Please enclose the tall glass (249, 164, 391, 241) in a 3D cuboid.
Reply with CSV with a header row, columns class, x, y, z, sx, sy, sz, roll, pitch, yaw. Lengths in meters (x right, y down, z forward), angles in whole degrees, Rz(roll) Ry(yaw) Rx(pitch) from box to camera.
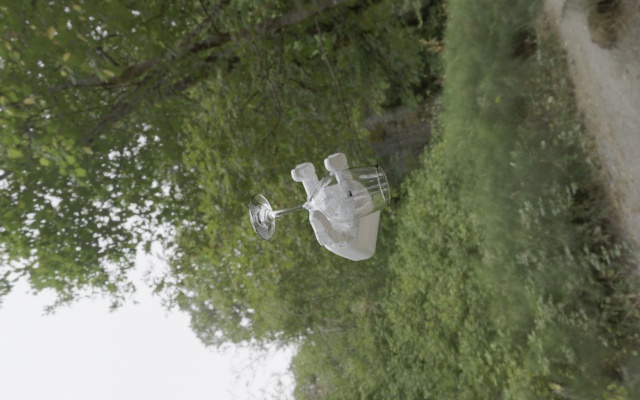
class,x,y,z,sx,sy,sz,roll,pitch,yaw
tall glass,-0.001,0.003,0.709,0.201,0.079,0.079,-15,-5,20
